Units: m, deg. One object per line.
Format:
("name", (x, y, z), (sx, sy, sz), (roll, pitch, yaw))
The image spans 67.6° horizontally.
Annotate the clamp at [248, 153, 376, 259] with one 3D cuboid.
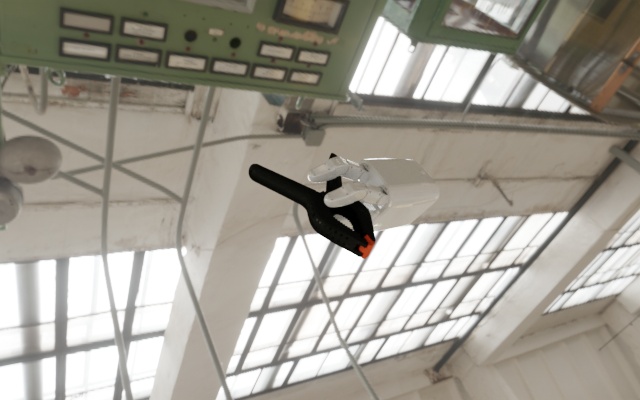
("clamp", (0.000, 0.003, 0.690), (0.164, 0.036, 0.210), (-7, 45, -31))
